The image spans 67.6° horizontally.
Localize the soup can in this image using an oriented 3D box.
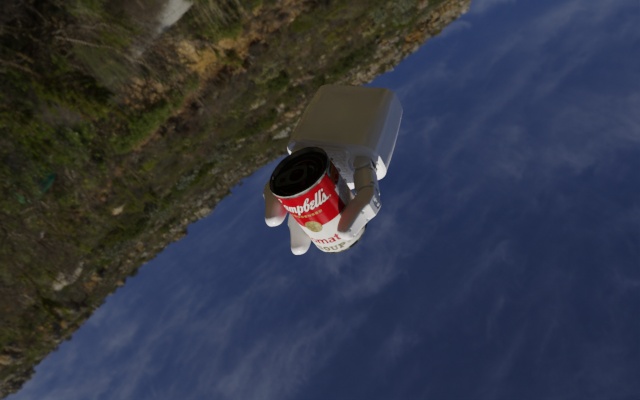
[{"bbox_3d":[0.000,0.002,0.512,0.068,0.068,0.102,0,-39,35],"label":"soup can"}]
